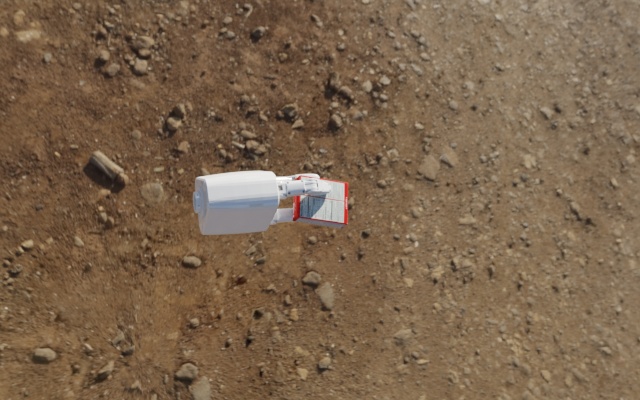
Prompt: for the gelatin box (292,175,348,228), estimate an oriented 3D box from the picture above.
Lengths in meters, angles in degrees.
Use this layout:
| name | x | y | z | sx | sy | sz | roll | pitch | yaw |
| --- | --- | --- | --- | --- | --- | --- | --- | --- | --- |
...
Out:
| name | x | y | z | sx | sy | sz | roll | pitch | yaw |
| --- | --- | --- | --- | --- | --- | --- | --- | --- | --- |
| gelatin box | 0.001 | 0.002 | 0.780 | 0.089 | 0.073 | 0.030 | 8 | -21 | -19 |
